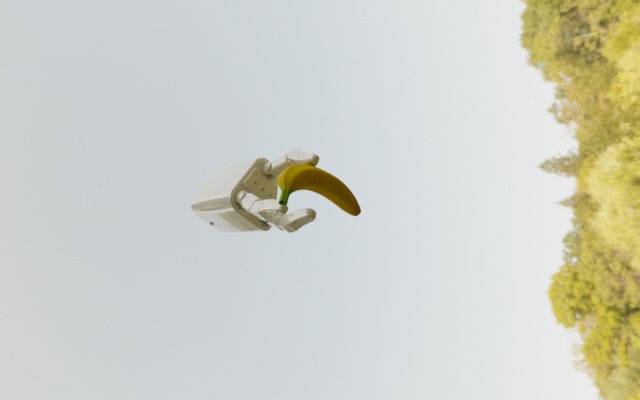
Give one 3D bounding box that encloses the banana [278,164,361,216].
[{"bbox_3d":[-0.003,-0.016,0.716,0.037,0.069,0.198,-11,-12,37],"label":"banana"}]
